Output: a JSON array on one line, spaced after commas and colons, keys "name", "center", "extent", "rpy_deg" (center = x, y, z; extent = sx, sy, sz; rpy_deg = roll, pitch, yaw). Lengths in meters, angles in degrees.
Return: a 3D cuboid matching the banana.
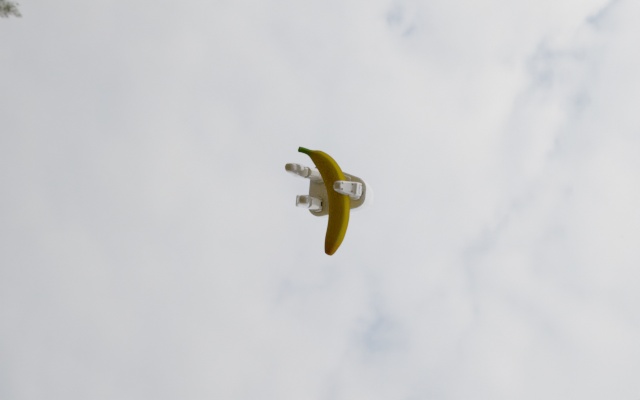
[{"name": "banana", "center": [0.017, -0.005, 0.836], "extent": [0.069, 0.198, 0.037], "rpy_deg": [-15, -7, -2]}]
